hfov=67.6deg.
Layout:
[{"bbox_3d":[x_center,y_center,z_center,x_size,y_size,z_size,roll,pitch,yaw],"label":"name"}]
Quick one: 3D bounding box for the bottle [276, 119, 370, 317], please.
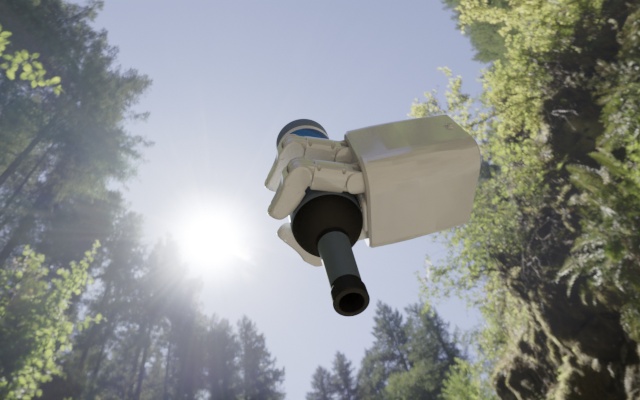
[{"bbox_3d":[0.000,0.001,0.468,0.069,0.069,0.295,0,29,-10],"label":"bottle"}]
